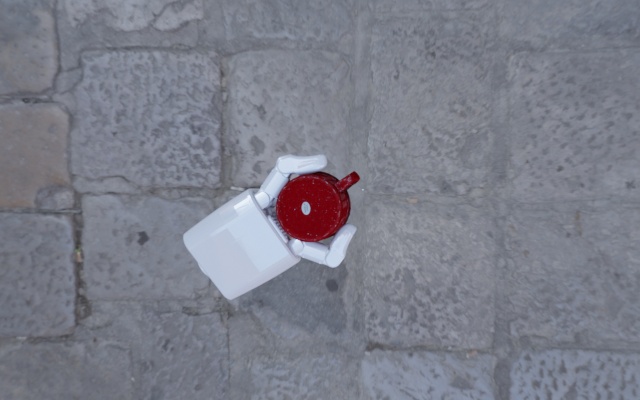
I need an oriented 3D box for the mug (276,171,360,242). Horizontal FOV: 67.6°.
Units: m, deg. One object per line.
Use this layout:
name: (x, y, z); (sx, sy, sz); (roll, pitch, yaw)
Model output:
mug: (0.001, 0.001, 0.601); (0.117, 0.093, 0.081); (-33, -2, 6)
